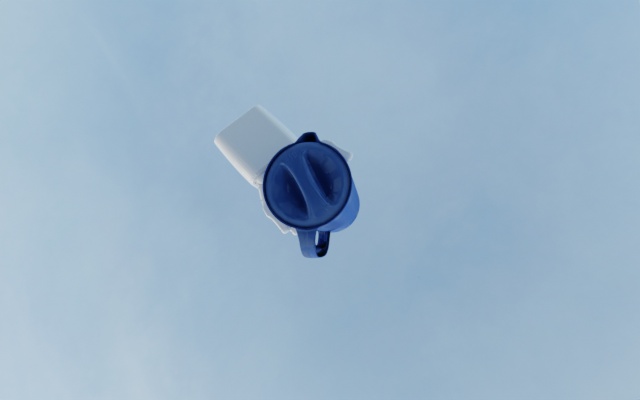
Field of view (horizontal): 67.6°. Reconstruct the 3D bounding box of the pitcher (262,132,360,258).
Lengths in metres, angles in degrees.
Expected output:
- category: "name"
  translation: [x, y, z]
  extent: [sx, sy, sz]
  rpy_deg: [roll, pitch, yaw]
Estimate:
- category: "pitcher"
  translation: [0.000, 0.002, 0.801]
  extent: [0.145, 0.149, 0.243]
  rpy_deg: [43, 1, 14]
